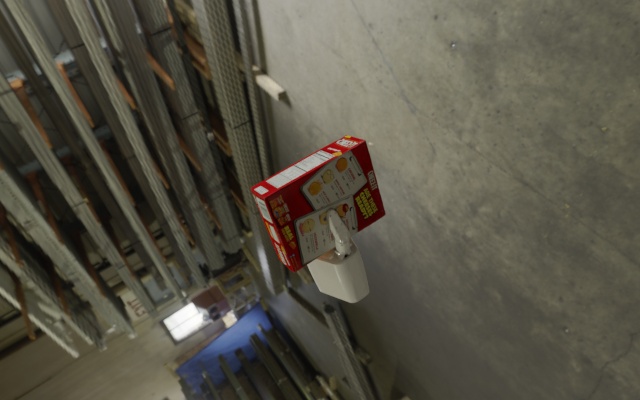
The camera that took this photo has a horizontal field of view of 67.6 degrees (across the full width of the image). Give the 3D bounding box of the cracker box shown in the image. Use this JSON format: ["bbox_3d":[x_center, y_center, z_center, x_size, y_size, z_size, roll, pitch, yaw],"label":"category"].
[{"bbox_3d":[0.000,0.003,0.860,0.213,0.164,0.072,-31,32,-20],"label":"cracker box"}]
